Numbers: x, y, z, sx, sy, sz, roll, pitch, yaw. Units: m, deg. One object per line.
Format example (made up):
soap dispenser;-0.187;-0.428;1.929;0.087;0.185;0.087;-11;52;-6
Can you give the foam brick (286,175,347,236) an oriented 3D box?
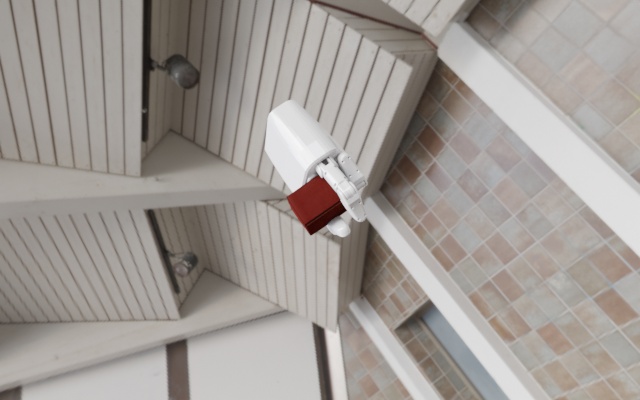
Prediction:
foam brick;0.000;0.002;0.662;0.078;0.051;0.053;-35;-19;-8
